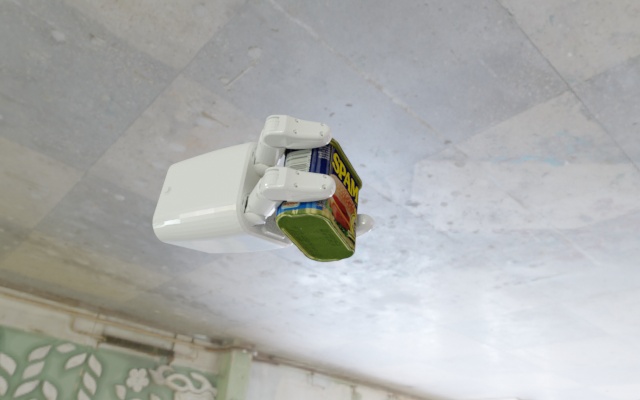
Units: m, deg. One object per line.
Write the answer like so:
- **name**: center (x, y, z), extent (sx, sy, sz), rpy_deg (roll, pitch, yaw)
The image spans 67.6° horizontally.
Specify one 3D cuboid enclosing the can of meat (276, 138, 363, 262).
- **can of meat**: center (0.000, 0.002, 0.459), extent (0.057, 0.084, 0.102), rpy_deg (-8, -34, 22)
